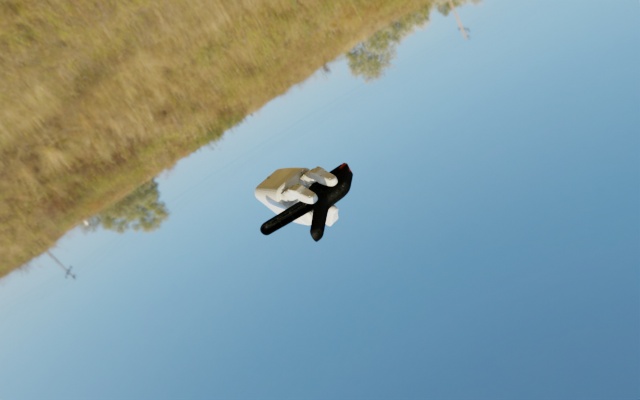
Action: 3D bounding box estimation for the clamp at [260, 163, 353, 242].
[{"bbox_3d":[0.001,0.003,0.896,0.210,0.036,0.164,-43,29,-24],"label":"clamp"}]
